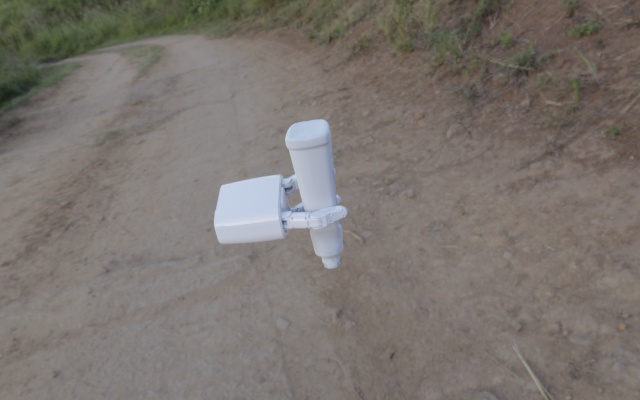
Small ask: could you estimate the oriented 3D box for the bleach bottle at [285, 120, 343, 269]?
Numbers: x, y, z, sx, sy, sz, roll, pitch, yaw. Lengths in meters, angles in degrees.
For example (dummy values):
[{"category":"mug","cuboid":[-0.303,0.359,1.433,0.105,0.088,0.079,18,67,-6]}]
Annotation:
[{"category":"bleach bottle","cuboid":[0.000,0.002,0.777,0.068,0.251,0.102,-8,24,5]}]
